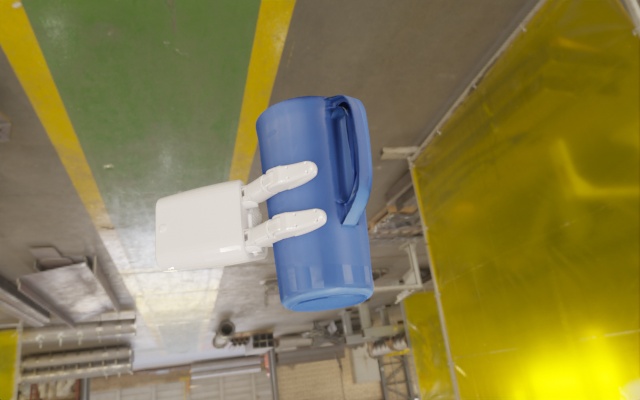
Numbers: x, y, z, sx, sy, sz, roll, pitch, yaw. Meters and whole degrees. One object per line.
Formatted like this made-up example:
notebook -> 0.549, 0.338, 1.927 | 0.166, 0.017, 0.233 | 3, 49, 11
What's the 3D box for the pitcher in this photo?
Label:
pitcher -> 0.000, 0.002, 0.577 | 0.145, 0.242, 0.149 | -10, -21, 7
